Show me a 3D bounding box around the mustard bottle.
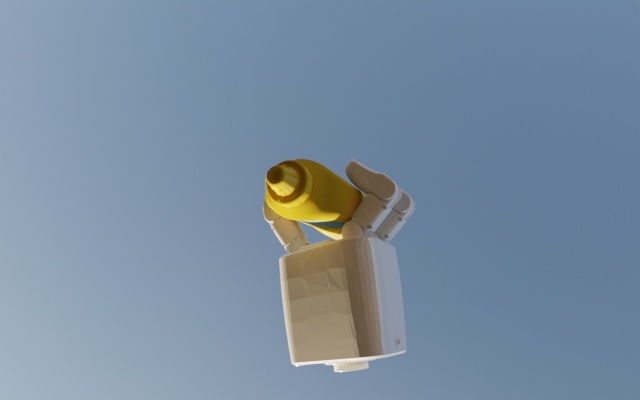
[{"bbox_3d":[0.000,0.001,0.482,0.096,0.058,0.192,13,-7,26],"label":"mustard bottle"}]
